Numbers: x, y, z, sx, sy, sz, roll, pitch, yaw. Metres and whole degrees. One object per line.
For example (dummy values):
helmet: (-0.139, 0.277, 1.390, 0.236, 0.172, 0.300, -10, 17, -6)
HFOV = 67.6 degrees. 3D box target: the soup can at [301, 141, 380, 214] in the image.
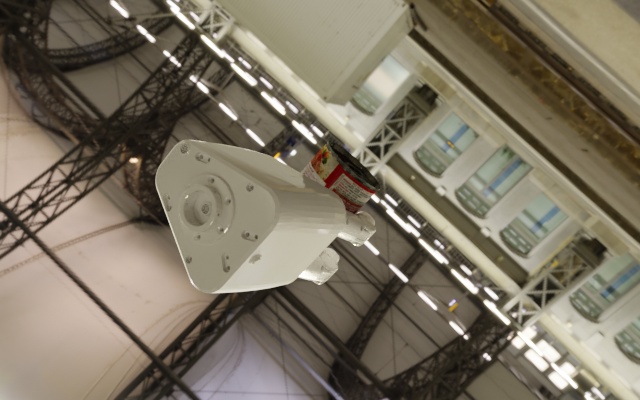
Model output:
soup can: (0.000, 0.002, 0.472, 0.068, 0.102, 0.068, 39, 16, -13)
